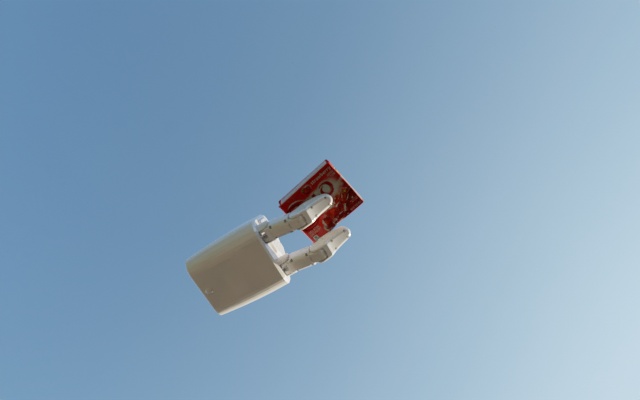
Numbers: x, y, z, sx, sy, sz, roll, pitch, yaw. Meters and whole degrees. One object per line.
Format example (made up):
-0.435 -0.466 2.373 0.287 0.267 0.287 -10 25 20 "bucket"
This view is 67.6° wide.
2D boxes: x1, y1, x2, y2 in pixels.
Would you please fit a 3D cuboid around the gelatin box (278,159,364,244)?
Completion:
0.000 0.002 0.633 0.089 0.073 0.030 -41 15 6 "gelatin box"
